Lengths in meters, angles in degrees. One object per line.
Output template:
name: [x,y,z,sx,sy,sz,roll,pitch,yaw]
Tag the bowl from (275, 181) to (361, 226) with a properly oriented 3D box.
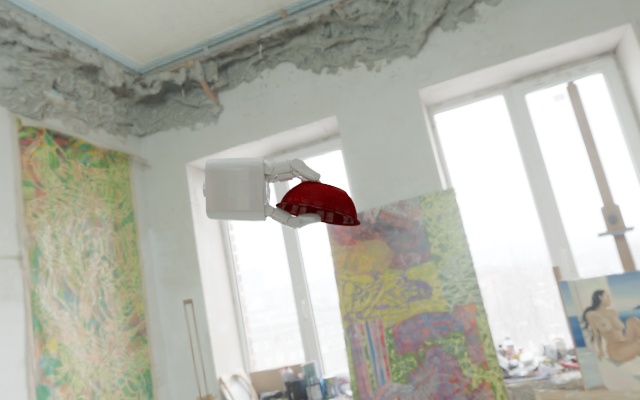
bowl: [0.002,0.003,0.886,0.162,0.055,0.162,12,-11,2]
